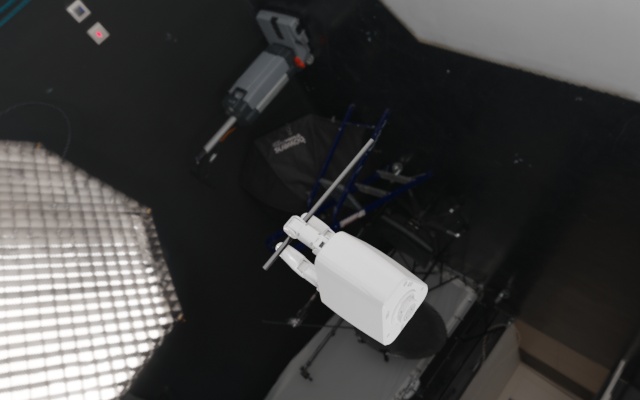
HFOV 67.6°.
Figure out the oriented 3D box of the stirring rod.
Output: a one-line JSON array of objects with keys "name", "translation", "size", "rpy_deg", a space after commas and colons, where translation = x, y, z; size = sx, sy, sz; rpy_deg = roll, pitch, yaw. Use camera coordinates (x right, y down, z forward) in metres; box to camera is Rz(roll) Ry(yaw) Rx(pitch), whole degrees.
[{"name": "stirring rod", "translation": [0.000, 0.002, 0.668], "size": [0.011, 0.239, 0.011], "rpy_deg": [38, -13, 11]}]
